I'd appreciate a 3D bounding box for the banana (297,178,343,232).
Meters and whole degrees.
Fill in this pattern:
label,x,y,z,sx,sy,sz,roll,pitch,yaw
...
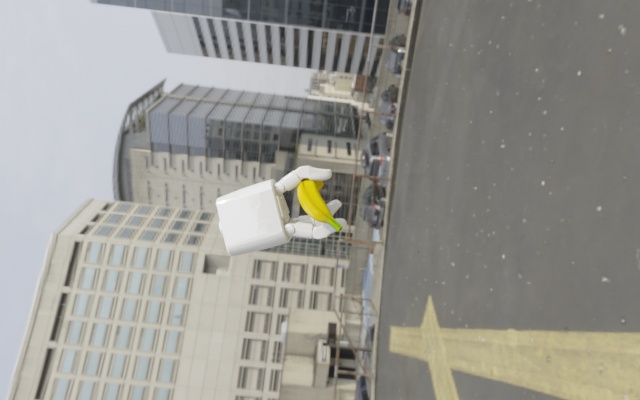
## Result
label,x,y,z,sx,sy,sz,roll,pitch,yaw
banana,-0.011,-0.008,0.831,0.037,0.070,0.197,-40,25,11
